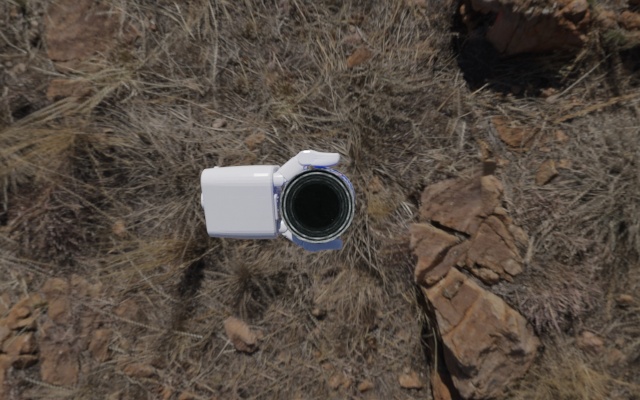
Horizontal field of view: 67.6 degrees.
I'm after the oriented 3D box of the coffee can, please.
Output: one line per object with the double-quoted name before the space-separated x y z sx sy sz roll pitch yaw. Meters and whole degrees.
"coffee can" 0.000 0.002 0.710 0.103 0.103 0.140 0 4 4
